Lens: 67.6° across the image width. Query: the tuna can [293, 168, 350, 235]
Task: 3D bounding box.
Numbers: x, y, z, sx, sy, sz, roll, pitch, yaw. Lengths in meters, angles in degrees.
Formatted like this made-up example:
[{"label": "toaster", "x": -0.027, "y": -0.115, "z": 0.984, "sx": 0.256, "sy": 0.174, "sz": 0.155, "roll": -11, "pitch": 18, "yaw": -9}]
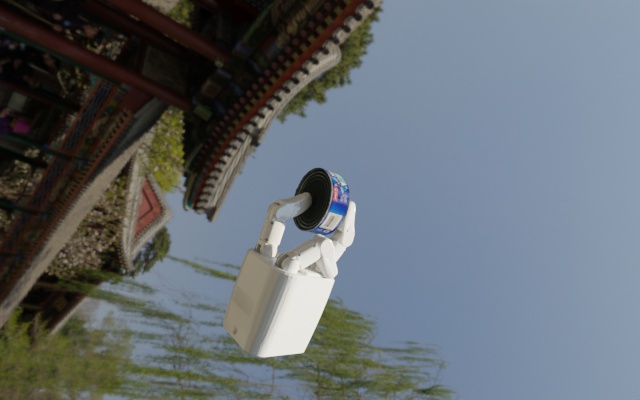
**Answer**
[{"label": "tuna can", "x": 0.001, "y": 0.002, "z": 0.632, "sx": 0.034, "sy": 0.086, "sz": 0.086, "roll": 17, "pitch": -10, "yaw": -34}]
